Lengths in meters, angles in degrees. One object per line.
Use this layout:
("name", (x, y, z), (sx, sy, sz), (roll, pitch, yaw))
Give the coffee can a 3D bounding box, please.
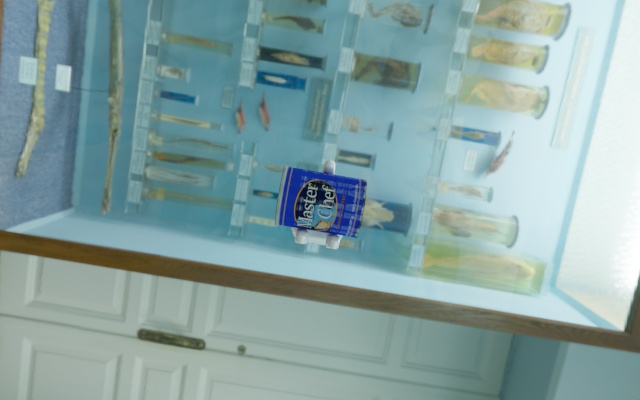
("coffee can", (0.000, 0.003, 0.813), (0.140, 0.103, 0.103), (10, 0, -1))
